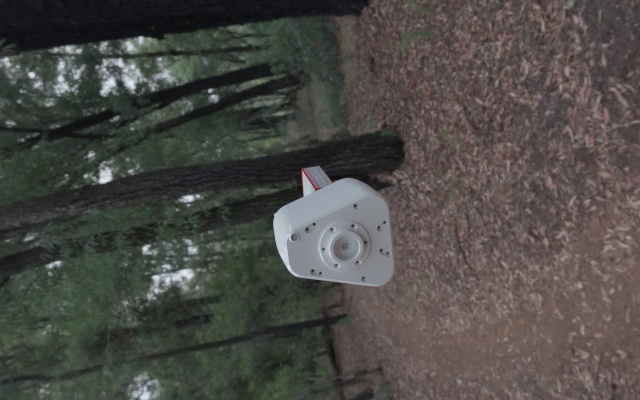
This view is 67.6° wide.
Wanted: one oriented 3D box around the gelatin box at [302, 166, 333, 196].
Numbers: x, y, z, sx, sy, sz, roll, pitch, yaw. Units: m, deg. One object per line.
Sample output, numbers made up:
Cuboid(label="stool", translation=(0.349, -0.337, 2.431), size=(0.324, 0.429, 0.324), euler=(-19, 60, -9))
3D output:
Cuboid(label="gelatin box", translation=(0.000, 0.002, 0.634), size=(0.030, 0.073, 0.089), euler=(-10, 23, -12))
